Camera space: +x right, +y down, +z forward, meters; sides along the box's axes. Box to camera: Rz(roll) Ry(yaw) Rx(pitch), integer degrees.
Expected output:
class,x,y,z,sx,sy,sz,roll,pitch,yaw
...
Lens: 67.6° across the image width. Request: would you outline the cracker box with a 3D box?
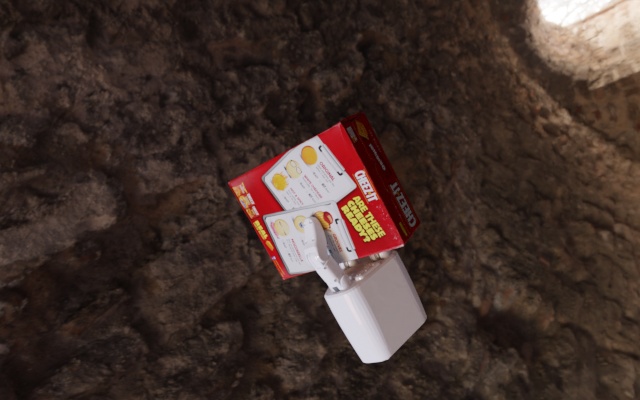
class,x,y,z,sx,sy,sz,roll,pitch,yaw
cracker box,0.000,0.002,0.636,0.214,0.164,0.072,-23,10,38
